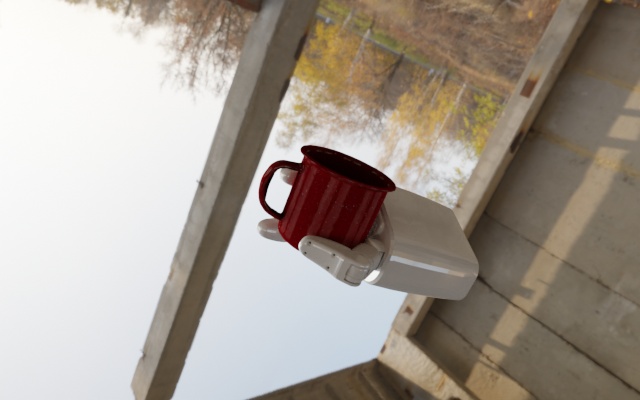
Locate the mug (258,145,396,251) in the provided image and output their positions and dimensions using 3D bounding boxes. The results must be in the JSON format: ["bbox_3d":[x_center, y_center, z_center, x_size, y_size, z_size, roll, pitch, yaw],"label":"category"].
[{"bbox_3d":[-0.001,0.001,0.436,0.117,0.081,0.093,16,19,-21],"label":"mug"}]
